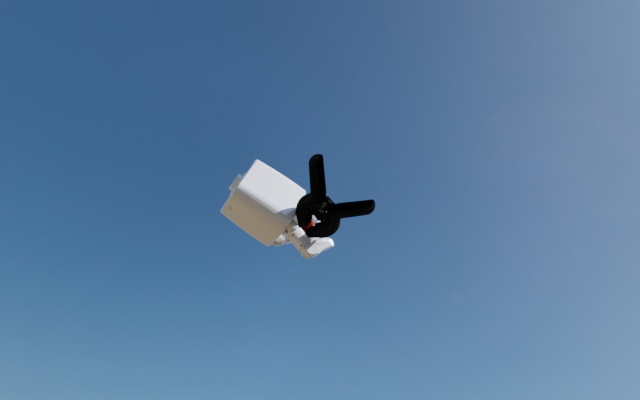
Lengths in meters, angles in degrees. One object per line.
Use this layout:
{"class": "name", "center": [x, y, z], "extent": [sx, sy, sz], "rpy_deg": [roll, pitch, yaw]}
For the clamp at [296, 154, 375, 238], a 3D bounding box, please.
{"class": "clamp", "center": [0.000, 0.002, 0.756], "extent": [0.039, 0.120, 0.171], "rpy_deg": [-37, -2, -42]}
